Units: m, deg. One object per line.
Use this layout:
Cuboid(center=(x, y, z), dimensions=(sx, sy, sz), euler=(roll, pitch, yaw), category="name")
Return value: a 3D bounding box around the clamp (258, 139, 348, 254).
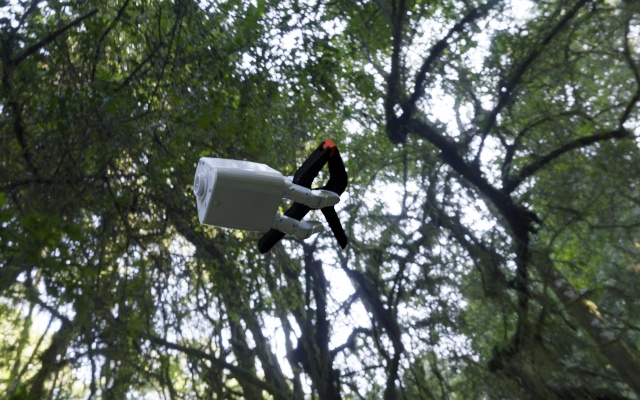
Cuboid(center=(0.000, 0.002, 0.780), dimensions=(0.164, 0.210, 0.036), euler=(6, 28, -31), category="clamp")
